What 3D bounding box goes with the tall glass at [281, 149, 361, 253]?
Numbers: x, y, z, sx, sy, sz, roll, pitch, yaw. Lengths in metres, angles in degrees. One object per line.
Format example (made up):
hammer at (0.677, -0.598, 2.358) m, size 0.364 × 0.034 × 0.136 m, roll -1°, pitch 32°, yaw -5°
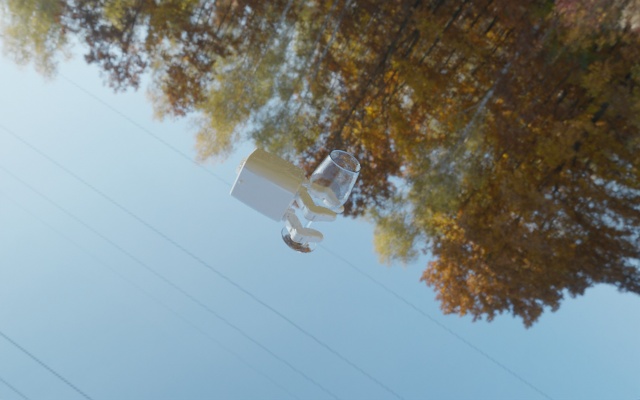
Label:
tall glass at (0.000, 0.003, 0.876) m, size 0.079 × 0.201 × 0.079 m, roll 21°, pitch 34°, yaw -15°
